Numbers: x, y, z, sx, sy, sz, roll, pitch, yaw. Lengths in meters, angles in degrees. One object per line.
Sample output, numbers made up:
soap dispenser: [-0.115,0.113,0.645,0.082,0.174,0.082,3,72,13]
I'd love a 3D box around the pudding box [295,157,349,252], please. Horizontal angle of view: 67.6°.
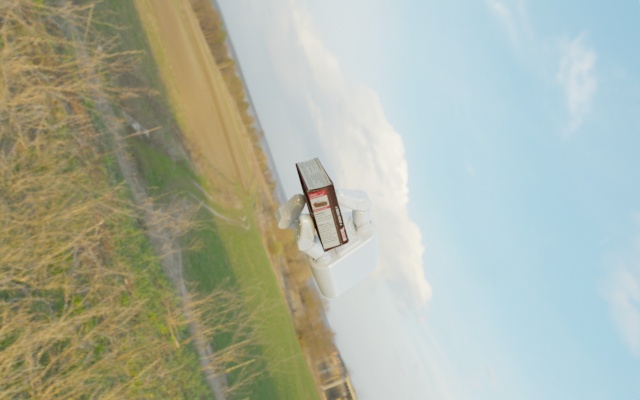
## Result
pudding box: [0.000,0.002,0.639,0.039,0.090,0.113,-19,24,-5]
